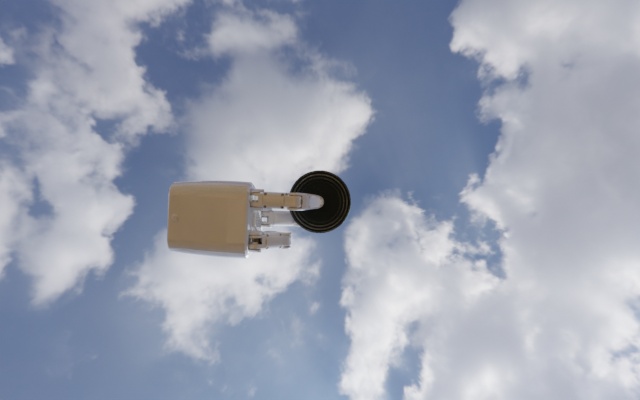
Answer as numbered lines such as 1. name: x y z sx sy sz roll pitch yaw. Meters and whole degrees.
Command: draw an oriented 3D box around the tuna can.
1. tuna can: 0.000 0.002 0.664 0.086 0.086 0.034 0 -2 6
